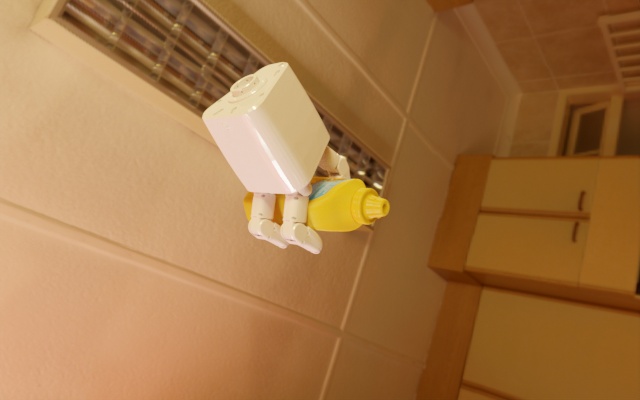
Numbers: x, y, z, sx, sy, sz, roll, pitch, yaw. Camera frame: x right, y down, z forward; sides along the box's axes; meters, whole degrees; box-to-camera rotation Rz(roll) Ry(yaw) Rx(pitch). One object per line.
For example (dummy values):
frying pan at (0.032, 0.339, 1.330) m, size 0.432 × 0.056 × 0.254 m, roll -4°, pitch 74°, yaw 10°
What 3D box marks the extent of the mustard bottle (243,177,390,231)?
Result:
mustard bottle at (0.000, 0.002, 0.585) m, size 0.191 × 0.058 × 0.096 m, roll 4°, pitch 22°, yaw 42°
